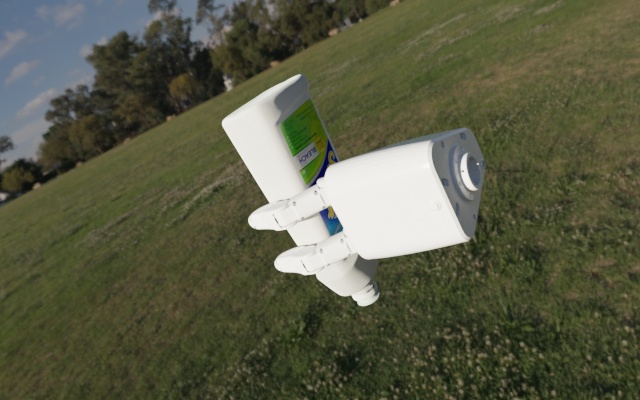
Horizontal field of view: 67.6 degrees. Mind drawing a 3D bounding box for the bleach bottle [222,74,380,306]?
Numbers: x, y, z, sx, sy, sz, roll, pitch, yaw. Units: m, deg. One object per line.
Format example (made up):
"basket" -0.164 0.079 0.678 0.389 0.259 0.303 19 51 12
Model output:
"bleach bottle" 0.000 0.002 0.509 0.068 0.251 0.102 -14 23 39
